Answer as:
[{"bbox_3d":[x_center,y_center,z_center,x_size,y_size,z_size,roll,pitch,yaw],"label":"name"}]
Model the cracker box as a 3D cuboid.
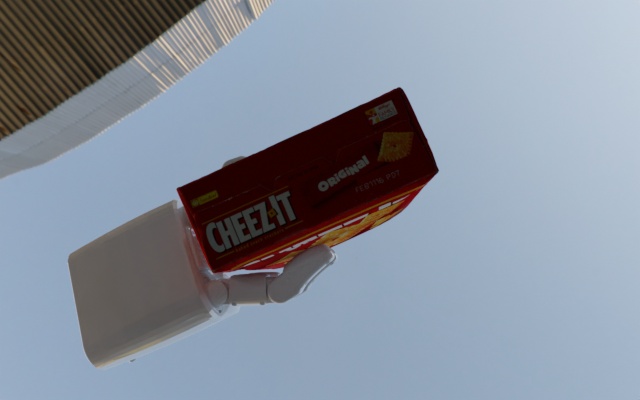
[{"bbox_3d":[0.000,0.001,0.409,0.164,0.072,0.214,-25,-8,1],"label":"cracker box"}]
